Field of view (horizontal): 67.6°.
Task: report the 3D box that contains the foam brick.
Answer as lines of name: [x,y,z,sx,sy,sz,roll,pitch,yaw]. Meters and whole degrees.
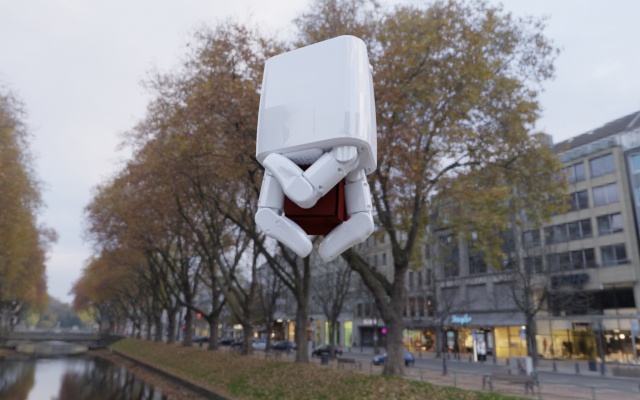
foam brick: [0.000,0.002,0.471,0.053,0.051,0.078,-2,-16,11]
